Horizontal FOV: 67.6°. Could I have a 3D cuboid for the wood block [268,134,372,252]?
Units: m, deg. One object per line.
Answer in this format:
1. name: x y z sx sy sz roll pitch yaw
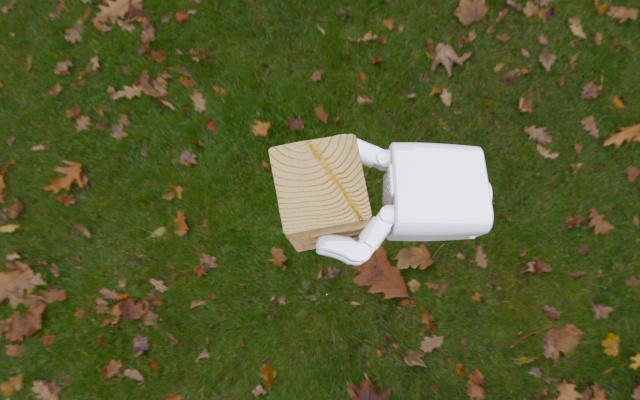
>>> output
1. wood block: 0.000 0.001 0.565 0.090 0.091 0.206 -10 -11 -2
